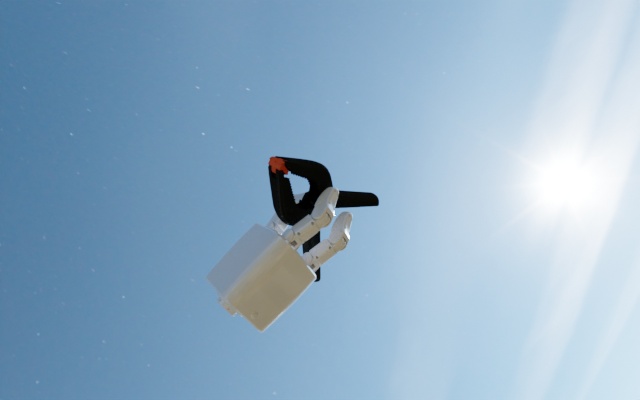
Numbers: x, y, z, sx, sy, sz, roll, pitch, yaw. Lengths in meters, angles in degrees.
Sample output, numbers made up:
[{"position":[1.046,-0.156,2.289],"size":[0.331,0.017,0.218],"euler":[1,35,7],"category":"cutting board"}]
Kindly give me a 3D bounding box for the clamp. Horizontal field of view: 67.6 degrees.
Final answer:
[{"position":[-0.001,0.002,0.672],"size":[0.036,0.164,0.210],"euler":[28,-22,45],"category":"clamp"}]
